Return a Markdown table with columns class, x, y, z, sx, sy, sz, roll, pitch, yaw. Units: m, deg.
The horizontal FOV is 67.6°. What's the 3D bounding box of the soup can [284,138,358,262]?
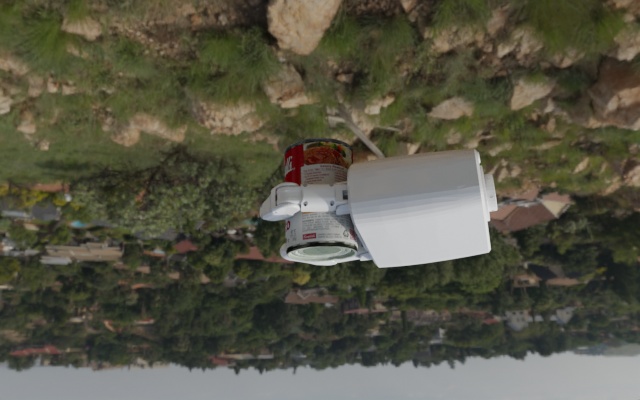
| class | x | y | z | sx | sy | sz | roll | pitch | yaw |
| --- | --- | --- | --- | --- | --- | --- | --- | --- | --- |
| soup can | 0.000 | 0.002 | 0.452 | 0.068 | 0.102 | 0.068 | -2 | -19 | -1 |
